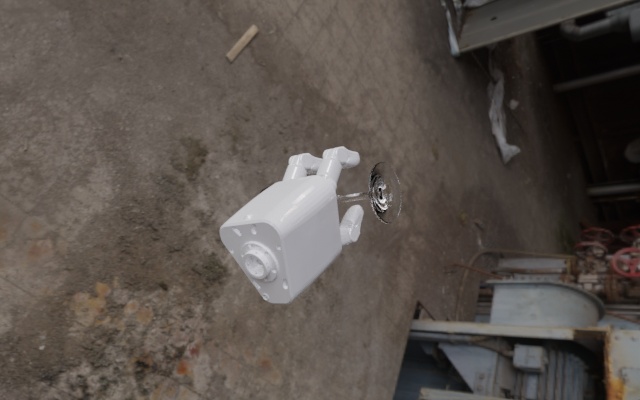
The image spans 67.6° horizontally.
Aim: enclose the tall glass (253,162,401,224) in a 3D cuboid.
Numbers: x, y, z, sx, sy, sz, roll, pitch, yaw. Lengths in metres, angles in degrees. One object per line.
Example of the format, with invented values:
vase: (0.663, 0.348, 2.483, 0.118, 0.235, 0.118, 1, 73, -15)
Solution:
tall glass: (0.001, 0.002, 0.630, 0.201, 0.079, 0.079, -8, -5, 38)
